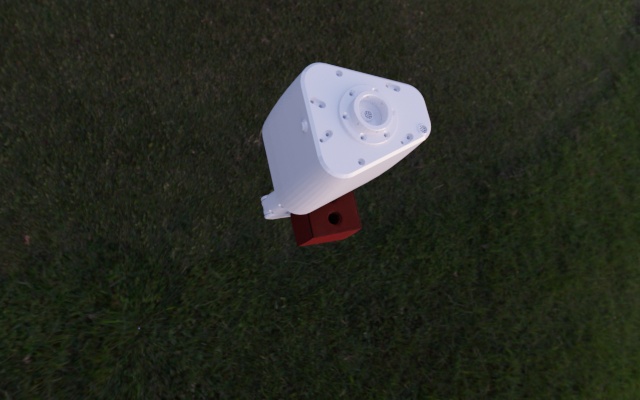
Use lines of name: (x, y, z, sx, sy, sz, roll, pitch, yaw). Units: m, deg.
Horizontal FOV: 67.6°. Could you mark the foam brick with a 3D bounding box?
foam brick: (0.000, 0.002, 0.476, 0.053, 0.078, 0.051, -9, -10, -24)
